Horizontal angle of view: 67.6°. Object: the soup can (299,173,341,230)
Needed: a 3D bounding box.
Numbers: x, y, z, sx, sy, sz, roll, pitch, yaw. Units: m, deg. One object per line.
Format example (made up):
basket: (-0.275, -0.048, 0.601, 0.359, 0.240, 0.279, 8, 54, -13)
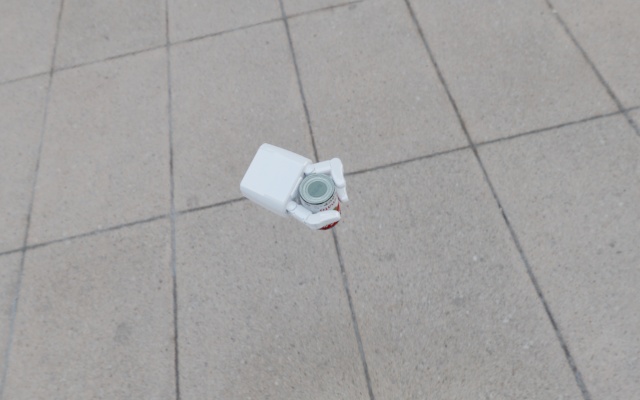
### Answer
soup can: (0.000, 0.003, 0.899, 0.068, 0.068, 0.102, 0, -30, 9)
